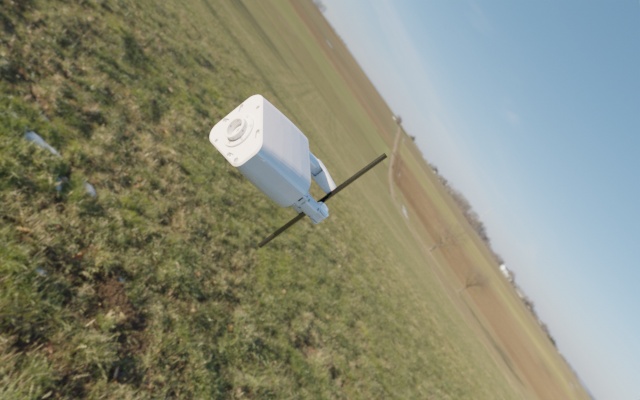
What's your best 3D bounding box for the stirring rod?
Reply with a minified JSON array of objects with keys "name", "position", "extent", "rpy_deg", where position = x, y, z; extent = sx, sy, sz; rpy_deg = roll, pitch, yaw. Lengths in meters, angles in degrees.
[{"name":"stirring rod","position":[0.000,0.002,0.721],"extent":[0.239,0.011,0.011],"rpy_deg":[-36,-9,12]}]
